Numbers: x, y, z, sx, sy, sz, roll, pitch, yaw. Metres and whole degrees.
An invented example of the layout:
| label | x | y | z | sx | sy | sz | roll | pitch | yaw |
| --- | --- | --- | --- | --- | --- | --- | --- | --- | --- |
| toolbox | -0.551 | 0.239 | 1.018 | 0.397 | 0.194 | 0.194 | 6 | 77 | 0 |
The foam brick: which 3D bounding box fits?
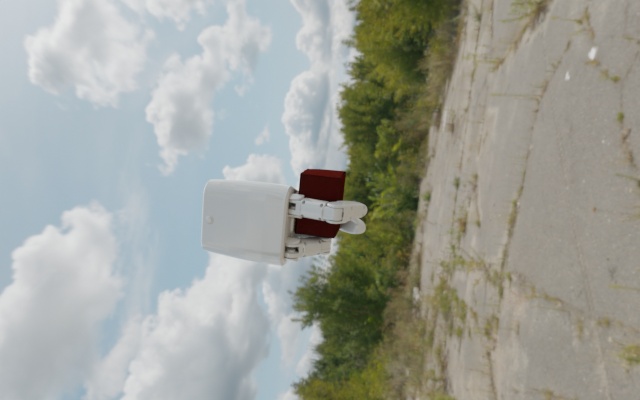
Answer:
| label | x | y | z | sx | sy | sz | roll | pitch | yaw |
| --- | --- | --- | --- | --- | --- | --- | --- | --- | --- |
| foam brick | 0.000 | 0.002 | 0.598 | 0.051 | 0.078 | 0.053 | 8 | 12 | 9 |
